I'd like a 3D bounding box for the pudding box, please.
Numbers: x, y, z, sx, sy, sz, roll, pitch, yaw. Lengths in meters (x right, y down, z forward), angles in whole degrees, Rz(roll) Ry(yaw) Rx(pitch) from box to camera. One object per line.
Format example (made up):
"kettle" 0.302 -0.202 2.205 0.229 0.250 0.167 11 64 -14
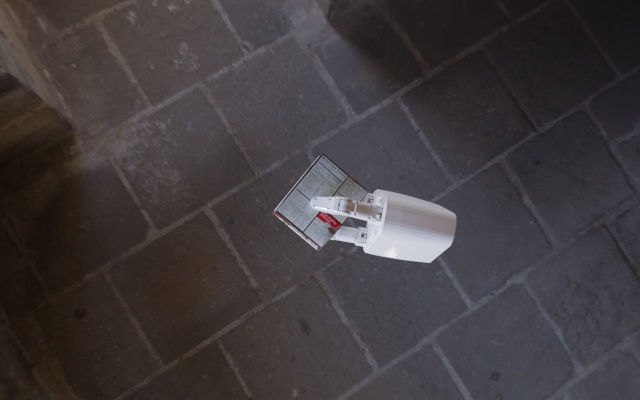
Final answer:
"pudding box" 0.000 0.002 0.691 0.090 0.113 0.039 40 -11 -2
